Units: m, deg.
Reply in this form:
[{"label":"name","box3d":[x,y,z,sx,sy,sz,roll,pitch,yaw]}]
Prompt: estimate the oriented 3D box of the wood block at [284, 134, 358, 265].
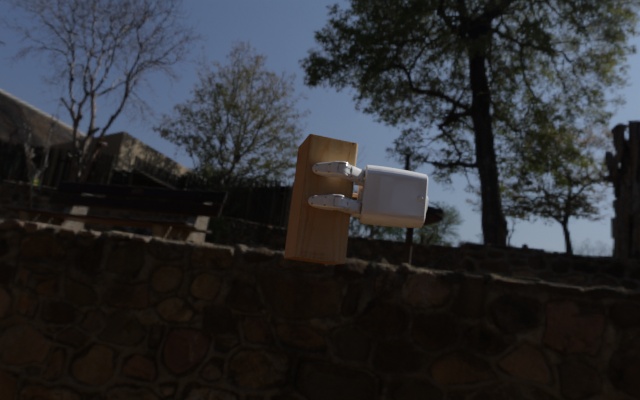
[{"label":"wood block","box3d":[0.000,0.003,0.828,0.090,0.206,0.091,10,-11,-13]}]
